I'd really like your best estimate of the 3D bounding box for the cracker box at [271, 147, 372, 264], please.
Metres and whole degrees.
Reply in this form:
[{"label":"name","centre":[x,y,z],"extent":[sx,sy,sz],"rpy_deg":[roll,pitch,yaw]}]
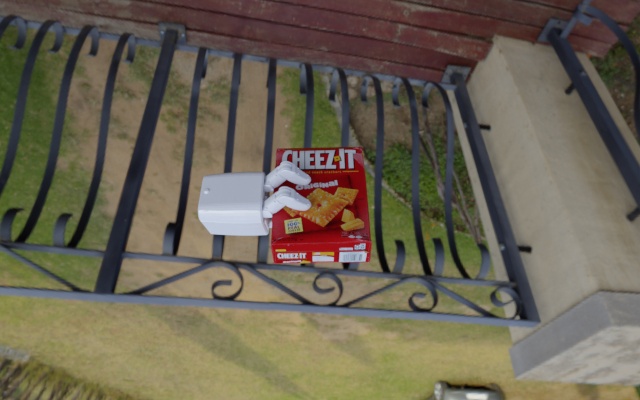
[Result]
[{"label":"cracker box","centre":[0.000,0.003,0.838],"extent":[0.164,0.213,0.072],"rpy_deg":[-1,-37,0]}]
